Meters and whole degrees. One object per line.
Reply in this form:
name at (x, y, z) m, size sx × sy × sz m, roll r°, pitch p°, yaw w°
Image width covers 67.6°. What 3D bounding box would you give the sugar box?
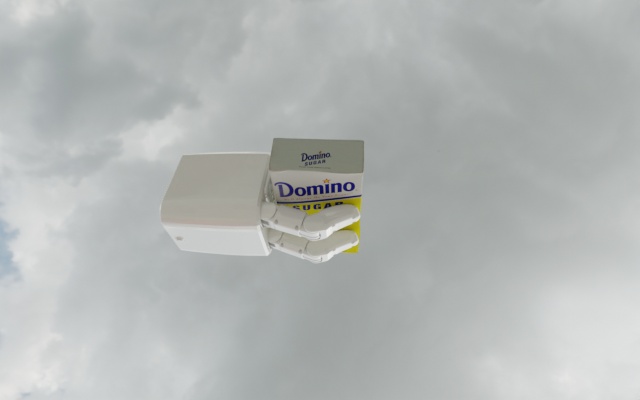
sugar box at (0.000, 0.002, 0.531) m, size 0.093 × 0.048 × 0.176 m, roll 2°, pitch -29°, yaw 5°
